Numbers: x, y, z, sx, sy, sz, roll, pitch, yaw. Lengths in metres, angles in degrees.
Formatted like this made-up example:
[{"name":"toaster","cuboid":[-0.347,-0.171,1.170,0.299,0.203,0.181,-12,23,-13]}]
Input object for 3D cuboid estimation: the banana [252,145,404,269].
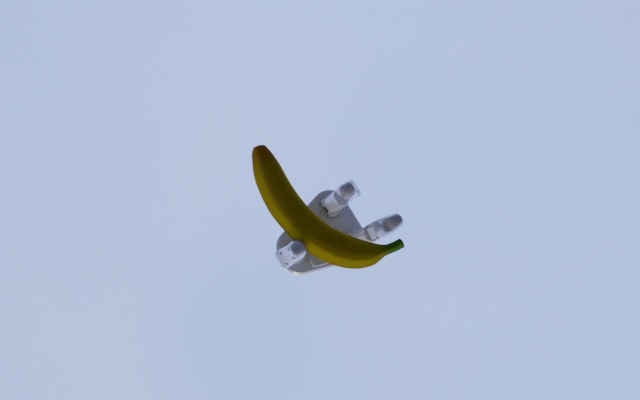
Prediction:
[{"name":"banana","cuboid":[-0.008,0.019,0.529,0.198,0.069,0.037,35,-5,1]}]
